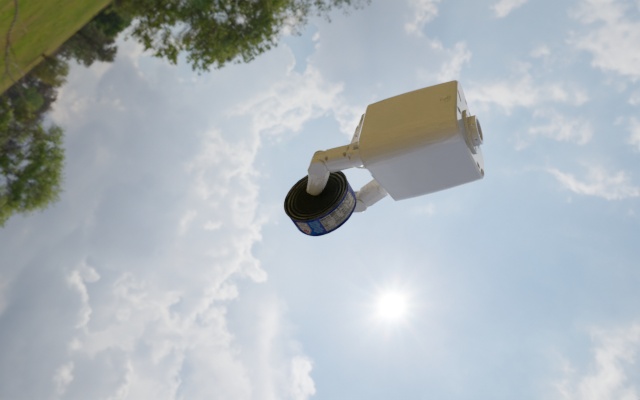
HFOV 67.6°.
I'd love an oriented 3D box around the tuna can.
[{"bbox_3d":[0.000,0.002,0.586,0.086,0.086,0.034,0,-42,35],"label":"tuna can"}]
